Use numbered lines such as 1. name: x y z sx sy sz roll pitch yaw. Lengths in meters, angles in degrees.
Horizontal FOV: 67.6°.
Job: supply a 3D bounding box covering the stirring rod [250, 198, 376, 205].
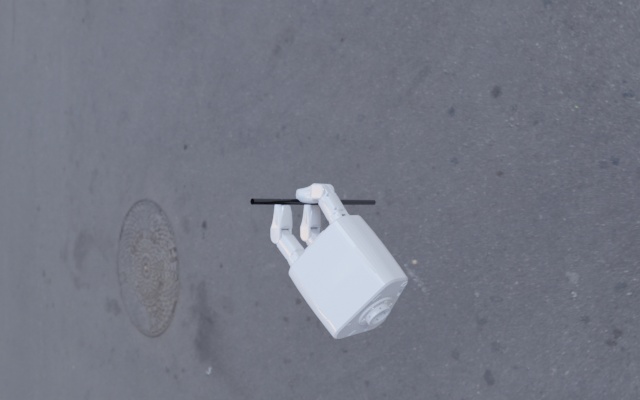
1. stirring rod: 0.000 0.002 0.681 0.239 0.011 0.011 1 0 -45
